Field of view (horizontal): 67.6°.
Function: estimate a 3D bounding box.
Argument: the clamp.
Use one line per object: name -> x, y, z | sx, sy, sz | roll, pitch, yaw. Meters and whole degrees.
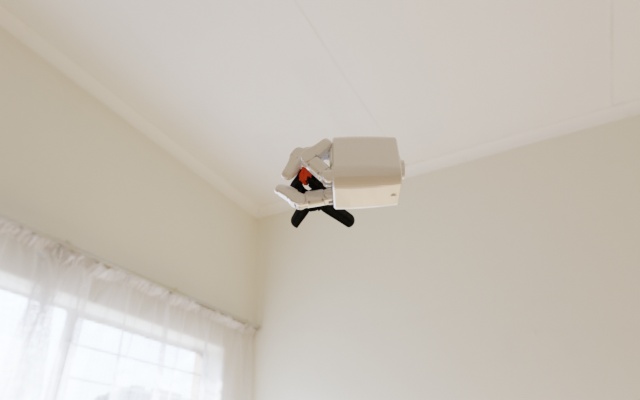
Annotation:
clamp -> 0.000, 0.002, 0.840 | 0.120, 0.039, 0.172 | -2, -30, 3
